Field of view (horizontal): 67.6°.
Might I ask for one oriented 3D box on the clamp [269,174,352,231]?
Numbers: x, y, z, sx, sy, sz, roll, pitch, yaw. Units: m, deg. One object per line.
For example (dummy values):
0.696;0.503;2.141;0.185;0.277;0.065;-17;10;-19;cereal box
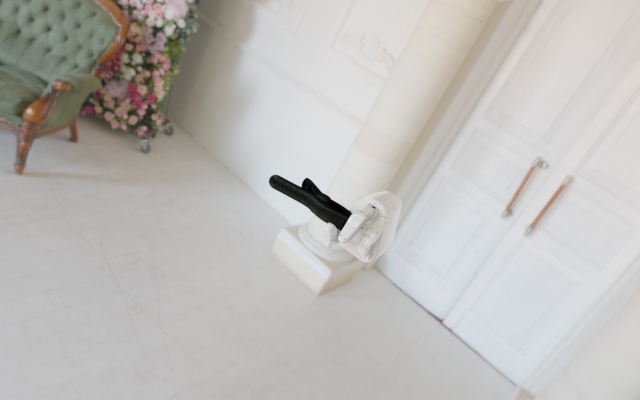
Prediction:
0.000;0.002;0.846;0.171;0.039;0.120;36;23;17;clamp
